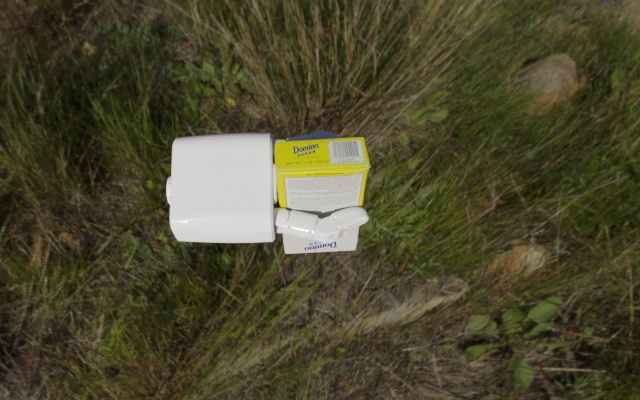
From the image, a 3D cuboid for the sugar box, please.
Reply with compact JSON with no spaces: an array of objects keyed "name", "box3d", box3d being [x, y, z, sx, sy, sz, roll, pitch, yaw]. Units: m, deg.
[{"name":"sugar box","box3d":[0.000,0.001,0.539,0.093,0.048,0.176,-3,-30,-3]}]
